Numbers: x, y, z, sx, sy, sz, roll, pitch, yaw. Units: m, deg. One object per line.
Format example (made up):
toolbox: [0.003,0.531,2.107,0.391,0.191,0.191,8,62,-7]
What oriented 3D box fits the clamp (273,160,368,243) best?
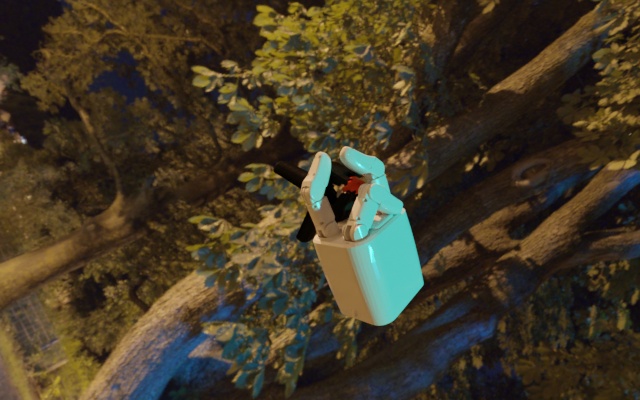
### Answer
clamp: [0.001,0.002,0.628,0.039,0.120,0.171,-27,16,-31]
